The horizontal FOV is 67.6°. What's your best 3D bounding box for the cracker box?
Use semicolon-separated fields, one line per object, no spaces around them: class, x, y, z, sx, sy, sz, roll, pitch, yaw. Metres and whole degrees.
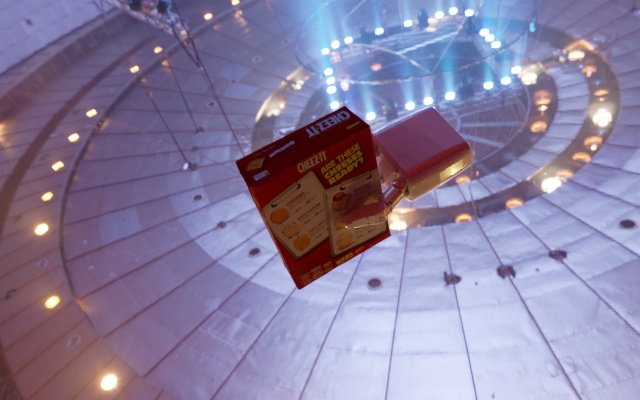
cracker box;0.000;0.002;0.653;0.164;0.214;0.072;-29;44;-11
